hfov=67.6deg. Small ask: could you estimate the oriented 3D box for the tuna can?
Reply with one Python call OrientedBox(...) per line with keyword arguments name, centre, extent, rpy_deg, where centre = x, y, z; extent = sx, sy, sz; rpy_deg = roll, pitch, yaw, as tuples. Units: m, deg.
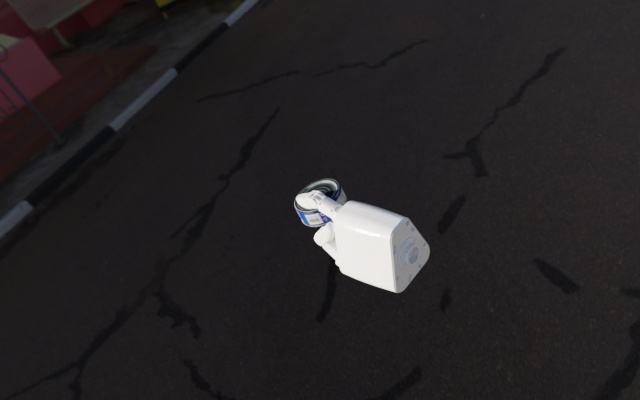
OrientedBox(name="tuna can", centre=(0.000, 0.002, 0.796), extent=(0.086, 0.034, 0.086), rpy_deg=(-20, 34, 14))
